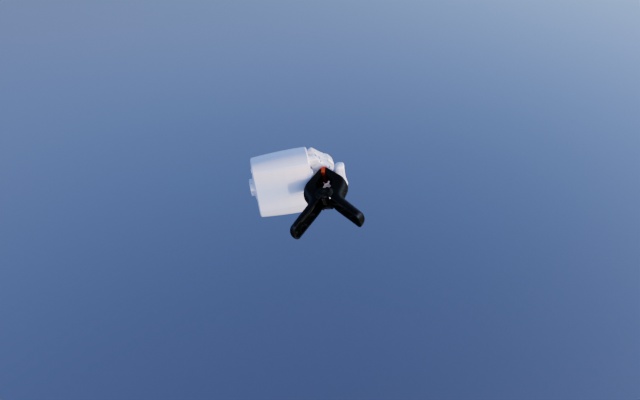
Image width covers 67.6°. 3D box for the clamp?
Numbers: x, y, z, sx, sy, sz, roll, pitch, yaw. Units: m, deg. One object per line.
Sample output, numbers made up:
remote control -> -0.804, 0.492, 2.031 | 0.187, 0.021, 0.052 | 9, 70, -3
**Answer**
clamp -> 0.000, 0.002, 0.812 | 0.120, 0.039, 0.171 | -12, 34, -3
